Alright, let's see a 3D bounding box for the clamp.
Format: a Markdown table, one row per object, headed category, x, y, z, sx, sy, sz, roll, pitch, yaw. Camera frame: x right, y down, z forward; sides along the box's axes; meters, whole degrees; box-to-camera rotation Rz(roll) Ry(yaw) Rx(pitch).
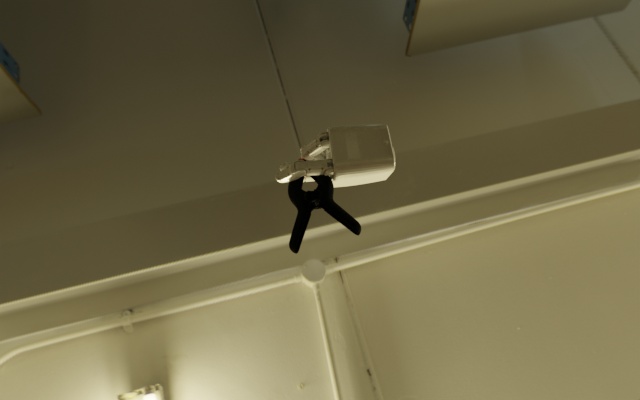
| category | x | y | z | sx | sy | sz | roll | pitch | yaw |
| --- | --- | --- | --- | --- | --- | --- | --- | --- | --- |
| clamp | 0.000 | 0.003 | 0.810 | 0.120 | 0.171 | 0.039 | -6 | -26 | -3 |
